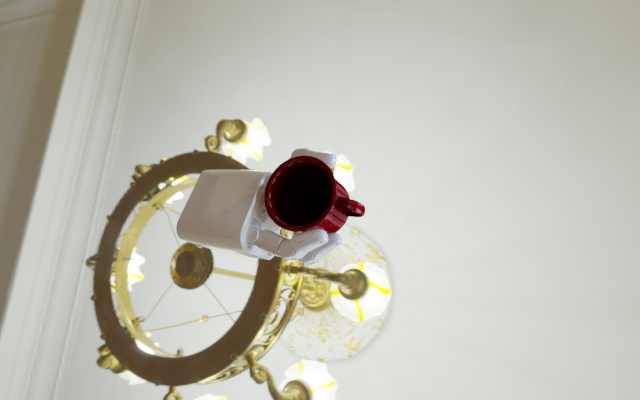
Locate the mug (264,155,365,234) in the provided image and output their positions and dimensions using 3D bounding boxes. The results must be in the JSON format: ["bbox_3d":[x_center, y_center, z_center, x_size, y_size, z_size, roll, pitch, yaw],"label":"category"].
[{"bbox_3d":[0.002,0.002,0.594,0.117,0.093,0.081,8,-11,23],"label":"mug"}]
